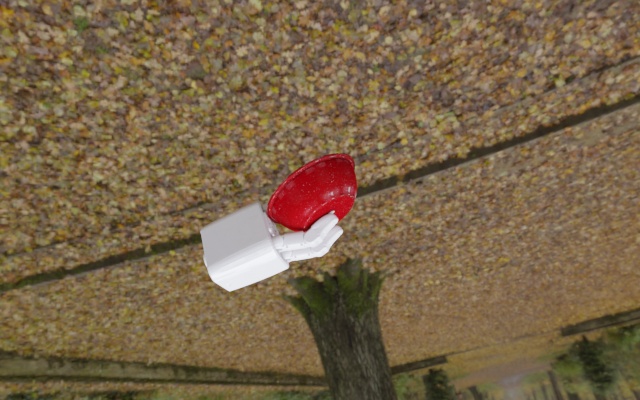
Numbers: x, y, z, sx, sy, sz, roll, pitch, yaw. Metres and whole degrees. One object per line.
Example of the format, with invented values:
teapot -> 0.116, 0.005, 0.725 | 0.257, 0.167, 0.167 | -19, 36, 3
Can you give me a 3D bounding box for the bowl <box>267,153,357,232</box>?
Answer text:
bowl -> 0.001, 0.002, 0.737 | 0.162, 0.055, 0.162 | -29, -26, -15
